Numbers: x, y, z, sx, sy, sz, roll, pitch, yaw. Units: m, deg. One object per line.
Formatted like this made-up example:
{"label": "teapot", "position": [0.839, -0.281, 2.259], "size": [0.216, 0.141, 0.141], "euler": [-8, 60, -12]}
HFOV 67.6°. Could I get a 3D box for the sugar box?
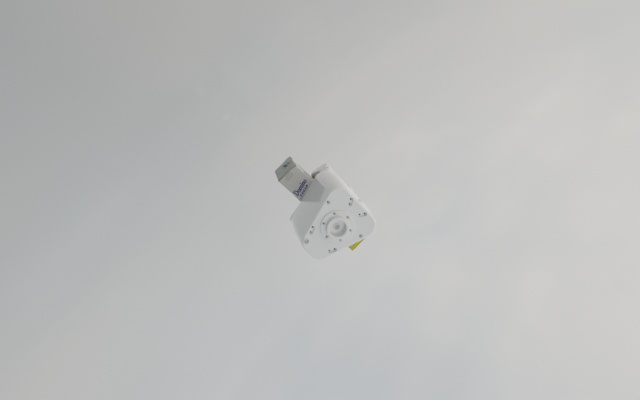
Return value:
{"label": "sugar box", "position": [0.001, 0.002, 0.822], "size": [0.048, 0.176, 0.093], "euler": [-43, 17, 3]}
